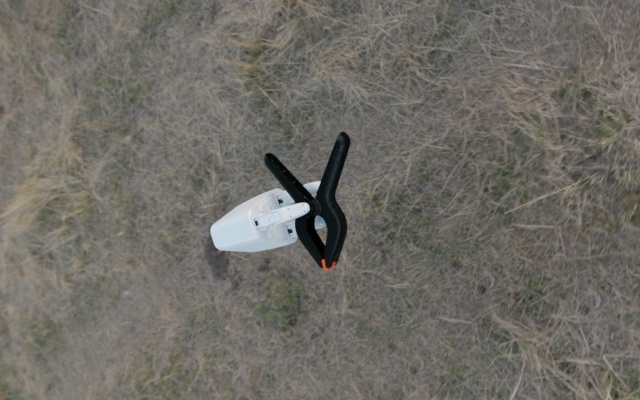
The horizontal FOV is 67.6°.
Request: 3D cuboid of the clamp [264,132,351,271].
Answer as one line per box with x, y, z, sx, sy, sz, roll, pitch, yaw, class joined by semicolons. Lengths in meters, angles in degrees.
0.000;0.003;0.741;0.164;0.210;0.036;-19;-3;37;clamp
